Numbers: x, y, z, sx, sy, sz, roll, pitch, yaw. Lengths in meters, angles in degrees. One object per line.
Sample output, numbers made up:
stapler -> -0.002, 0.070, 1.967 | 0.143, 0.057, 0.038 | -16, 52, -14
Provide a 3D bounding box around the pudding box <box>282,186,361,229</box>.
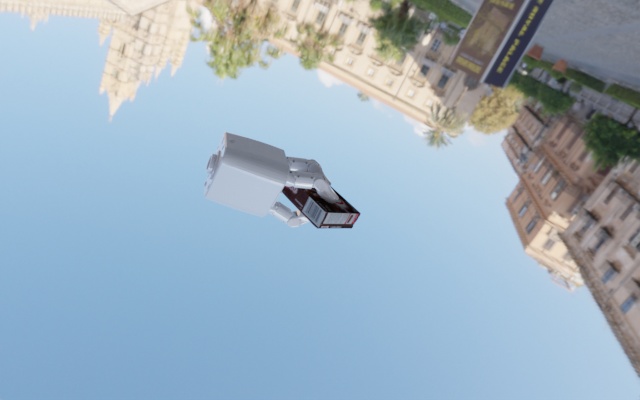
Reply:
pudding box -> 0.000, 0.003, 0.823 | 0.090, 0.039, 0.113 | 2, 35, -46
